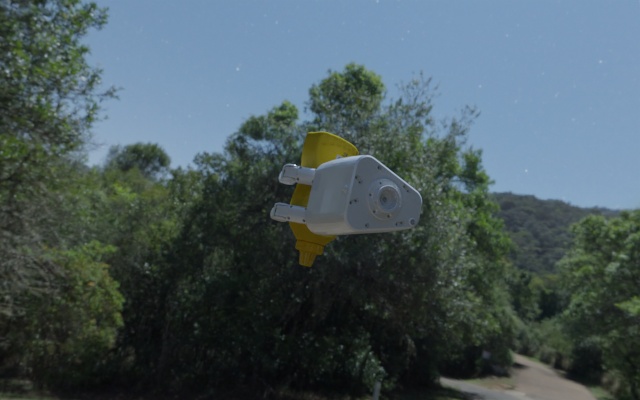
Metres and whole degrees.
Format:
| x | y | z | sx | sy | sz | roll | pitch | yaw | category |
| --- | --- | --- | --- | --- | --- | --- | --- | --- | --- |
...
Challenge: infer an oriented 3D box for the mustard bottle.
| x | y | z | sx | sy | sz | roll | pitch | yaw | category |
| --- | --- | --- | --- | --- | --- | --- | --- | --- | --- |
| 0.000 | 0.002 | 0.706 | 0.058 | 0.191 | 0.096 | 5 | -12 | 41 | mustard bottle |
